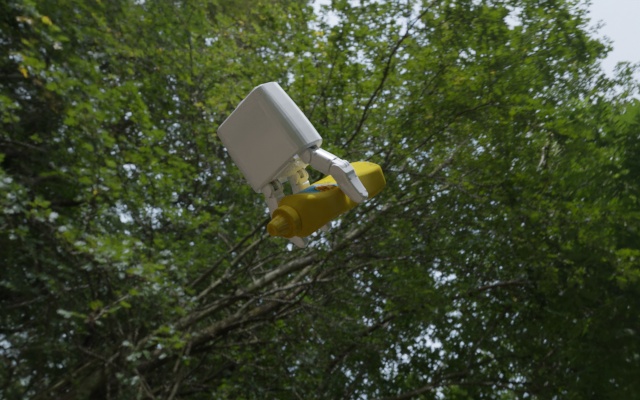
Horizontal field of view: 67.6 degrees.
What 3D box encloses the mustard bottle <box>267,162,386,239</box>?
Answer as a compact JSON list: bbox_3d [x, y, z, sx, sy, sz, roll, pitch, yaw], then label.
[{"bbox_3d":[0.000,0.002,0.641,0.096,0.058,0.191,-9,14,43],"label":"mustard bottle"}]
